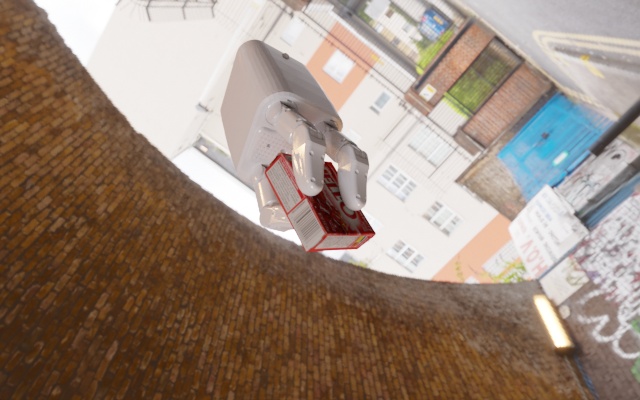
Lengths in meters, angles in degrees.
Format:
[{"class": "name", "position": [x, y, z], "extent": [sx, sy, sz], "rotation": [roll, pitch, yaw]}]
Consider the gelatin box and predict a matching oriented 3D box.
[{"class": "gelatin box", "position": [0.000, 0.002, 0.423], "extent": [0.030, 0.089, 0.073], "rotation": [-44, -28, 28]}]
